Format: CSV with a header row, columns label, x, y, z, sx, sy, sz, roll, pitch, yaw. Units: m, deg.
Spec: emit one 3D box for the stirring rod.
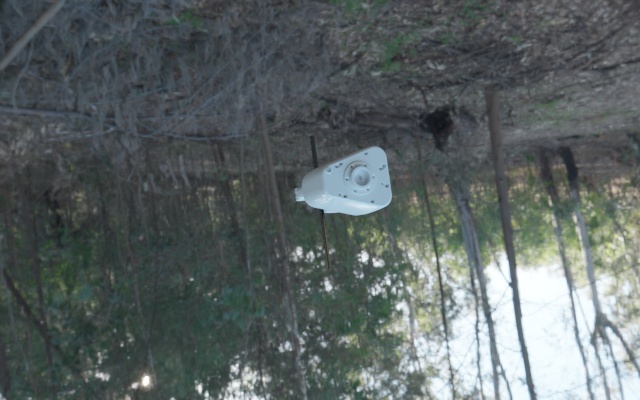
label,x,y,z,sx,sy,sz,roll,pitch,yaw
stirring rod,0.000,0.003,0.853,0.011,0.239,0.011,-7,-4,0
